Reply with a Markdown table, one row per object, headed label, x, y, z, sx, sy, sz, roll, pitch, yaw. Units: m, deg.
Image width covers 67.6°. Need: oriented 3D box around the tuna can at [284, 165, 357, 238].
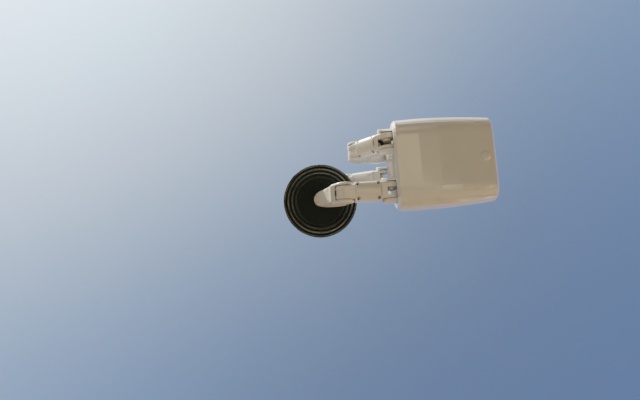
| label | x | y | z | sx | sy | sz | roll | pitch | yaw |
| --- | --- | --- | --- | --- | --- | --- | --- | --- | --- |
| tuna can | 0.000 | 0.002 | 0.573 | 0.086 | 0.086 | 0.034 | 0 | -5 | 1 |
